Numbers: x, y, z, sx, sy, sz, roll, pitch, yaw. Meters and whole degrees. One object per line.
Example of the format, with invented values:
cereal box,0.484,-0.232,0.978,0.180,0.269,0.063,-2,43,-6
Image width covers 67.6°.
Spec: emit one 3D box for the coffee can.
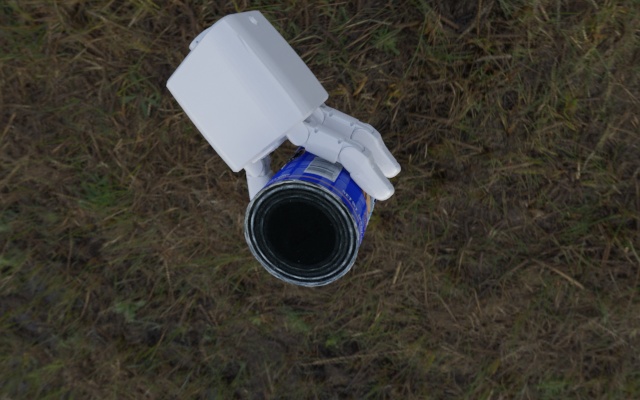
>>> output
coffee can,0.000,0.002,0.464,0.103,0.103,0.140,0,24,16
